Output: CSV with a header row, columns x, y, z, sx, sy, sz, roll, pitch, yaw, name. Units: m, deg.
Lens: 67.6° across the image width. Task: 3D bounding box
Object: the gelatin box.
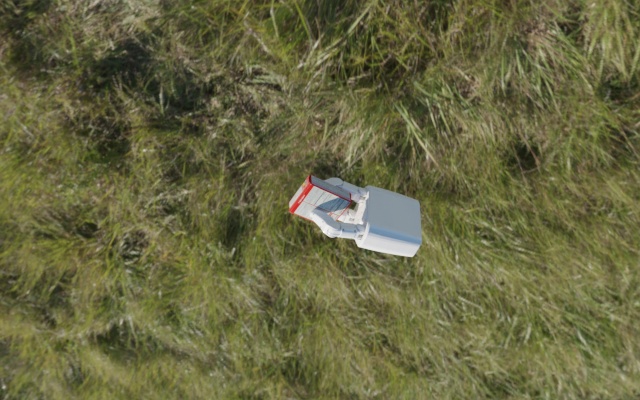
x,y,z,sx,sy,sz,roll,pitch,yaw,name
0.000,0.003,0.842,0.089,0.073,0.030,23,35,-24,gelatin box
